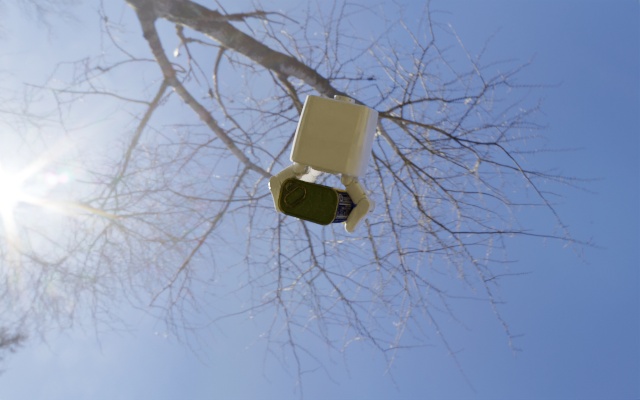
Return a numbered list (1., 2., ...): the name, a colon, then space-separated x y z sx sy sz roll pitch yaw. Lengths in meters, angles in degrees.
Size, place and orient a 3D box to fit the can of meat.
1. can of meat: 0.000 0.003 0.738 0.102 0.057 0.084 14 5 29
